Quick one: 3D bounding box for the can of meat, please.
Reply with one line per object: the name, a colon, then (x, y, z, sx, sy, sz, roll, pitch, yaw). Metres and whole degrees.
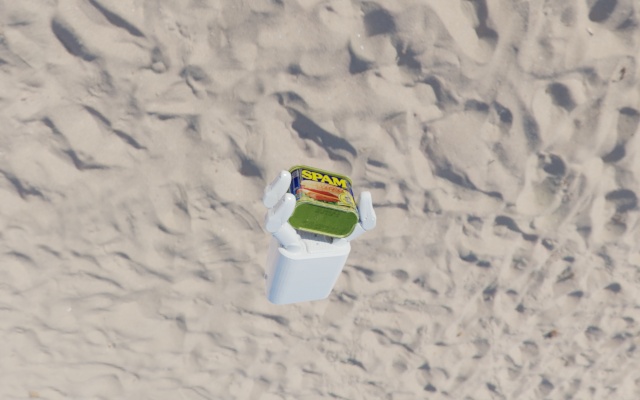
can of meat: (0.000, 0.002, 0.677, 0.102, 0.057, 0.084, 13, 35, -16)
